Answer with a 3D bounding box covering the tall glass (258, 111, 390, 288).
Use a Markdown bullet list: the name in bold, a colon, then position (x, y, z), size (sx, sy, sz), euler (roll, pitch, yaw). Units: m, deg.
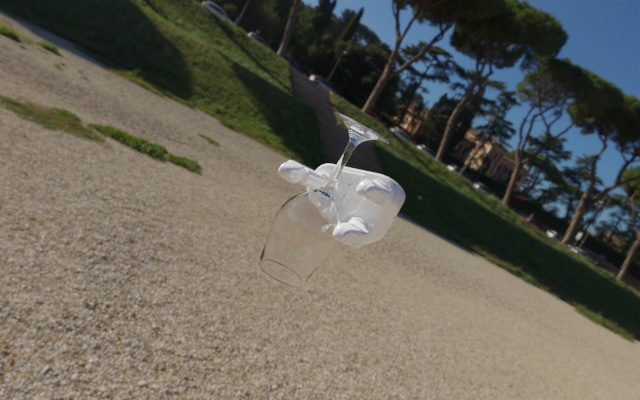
- **tall glass**: position (0.000, 0.001, 0.562), size (0.079, 0.201, 0.079), euler (29, 7, -4)
